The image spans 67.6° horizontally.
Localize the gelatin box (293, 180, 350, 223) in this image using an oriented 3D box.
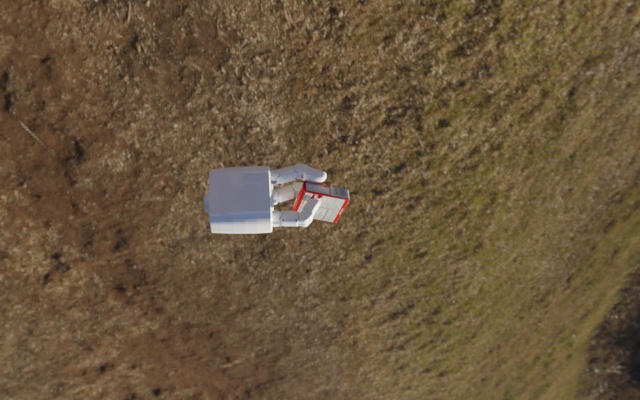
[{"bbox_3d":[0.000,0.003,0.888,0.089,0.030,0.073,11,-43,-15],"label":"gelatin box"}]
